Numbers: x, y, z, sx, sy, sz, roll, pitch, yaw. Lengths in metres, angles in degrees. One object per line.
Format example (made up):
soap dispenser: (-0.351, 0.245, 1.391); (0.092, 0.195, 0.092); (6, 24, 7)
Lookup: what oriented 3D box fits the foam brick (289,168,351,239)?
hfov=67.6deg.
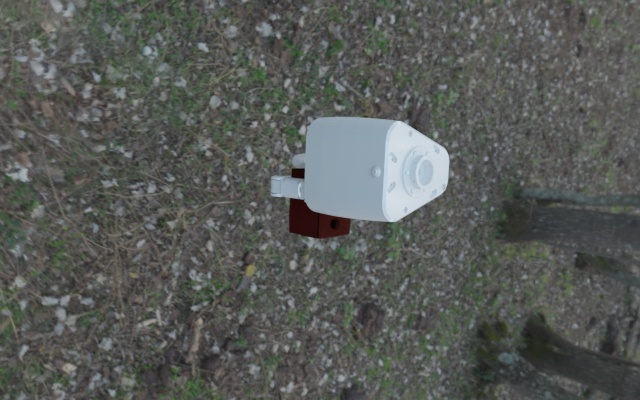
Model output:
foam brick: (0.000, 0.002, 0.553); (0.053, 0.078, 0.051); (-5, 10, -45)
